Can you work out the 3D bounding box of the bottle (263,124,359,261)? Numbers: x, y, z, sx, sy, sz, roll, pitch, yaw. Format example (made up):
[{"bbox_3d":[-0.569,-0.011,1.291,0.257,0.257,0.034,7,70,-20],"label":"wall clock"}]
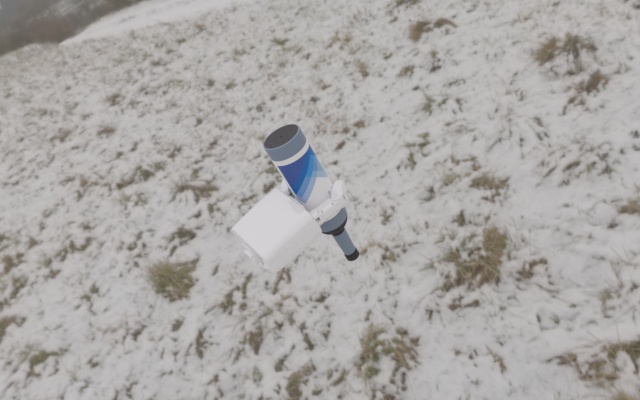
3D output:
[{"bbox_3d":[0.000,0.003,0.841,0.069,0.296,0.069,-20,35,15],"label":"bottle"}]
